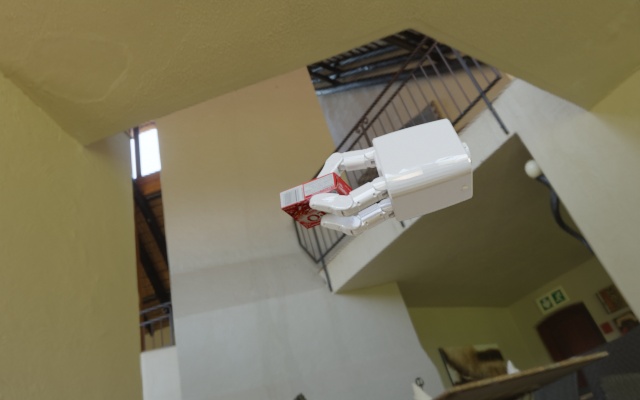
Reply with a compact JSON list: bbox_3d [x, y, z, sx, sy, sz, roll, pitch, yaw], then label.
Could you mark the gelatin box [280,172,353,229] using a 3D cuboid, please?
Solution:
[{"bbox_3d":[0.000,0.002,0.659,0.089,0.030,0.073,-20,-34,21],"label":"gelatin box"}]
